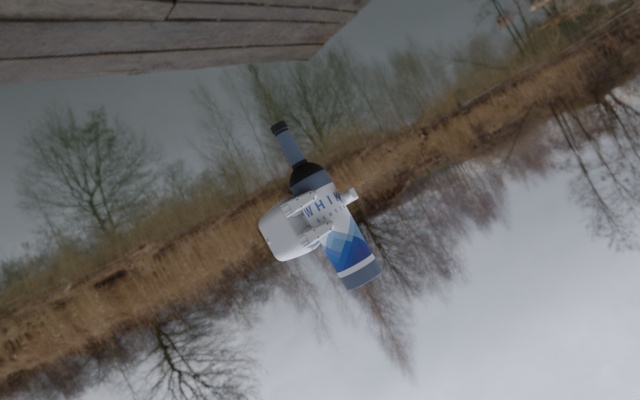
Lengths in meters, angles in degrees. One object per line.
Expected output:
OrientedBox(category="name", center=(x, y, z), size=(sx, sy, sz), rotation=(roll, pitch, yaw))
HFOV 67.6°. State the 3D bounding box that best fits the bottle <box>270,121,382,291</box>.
OrientedBox(category="bottle", center=(0.000, 0.003, 0.786), size=(0.069, 0.295, 0.069), rotation=(-29, -2, -1))
